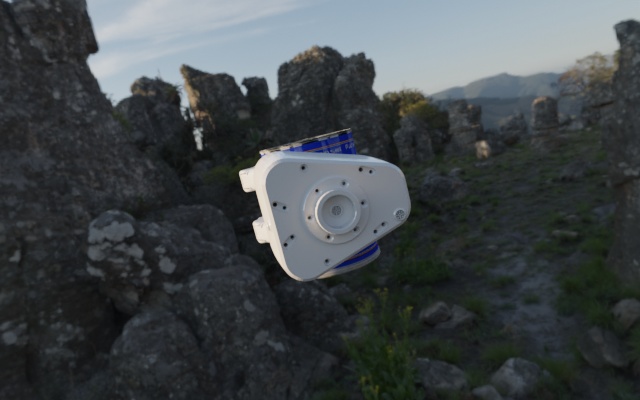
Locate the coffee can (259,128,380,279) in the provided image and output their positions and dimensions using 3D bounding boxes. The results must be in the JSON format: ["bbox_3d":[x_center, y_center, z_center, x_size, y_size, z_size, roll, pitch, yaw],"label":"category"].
[{"bbox_3d":[0.000,0.002,0.523,0.103,0.140,0.103,-14,8,2],"label":"coffee can"}]
